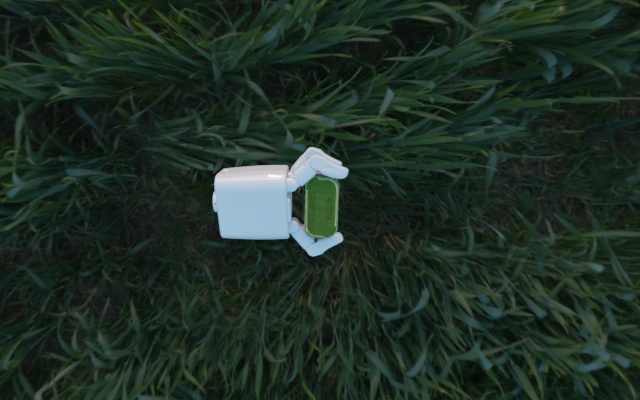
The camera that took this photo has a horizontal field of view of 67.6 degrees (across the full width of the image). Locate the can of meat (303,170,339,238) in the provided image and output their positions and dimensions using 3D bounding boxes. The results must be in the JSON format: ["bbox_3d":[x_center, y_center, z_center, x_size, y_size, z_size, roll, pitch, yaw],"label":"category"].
[{"bbox_3d":[0.000,0.003,0.756,0.057,0.102,0.084,1,12,-2],"label":"can of meat"}]
